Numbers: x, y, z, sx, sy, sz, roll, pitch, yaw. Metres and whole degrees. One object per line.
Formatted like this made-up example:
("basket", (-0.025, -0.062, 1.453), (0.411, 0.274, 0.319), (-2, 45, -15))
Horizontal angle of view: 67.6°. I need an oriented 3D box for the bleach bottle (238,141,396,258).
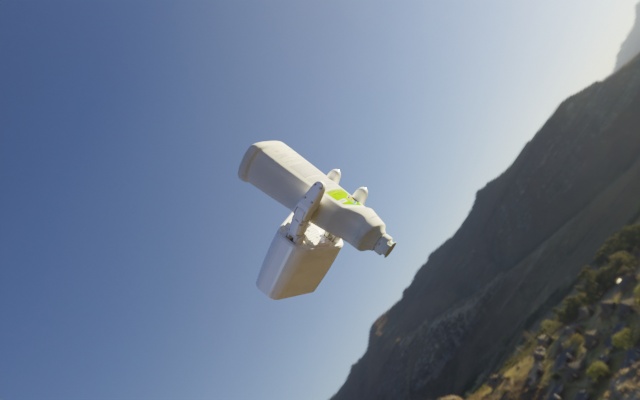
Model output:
("bleach bottle", (0.000, 0.002, 0.714), (0.250, 0.068, 0.102), (36, 26, 19))
